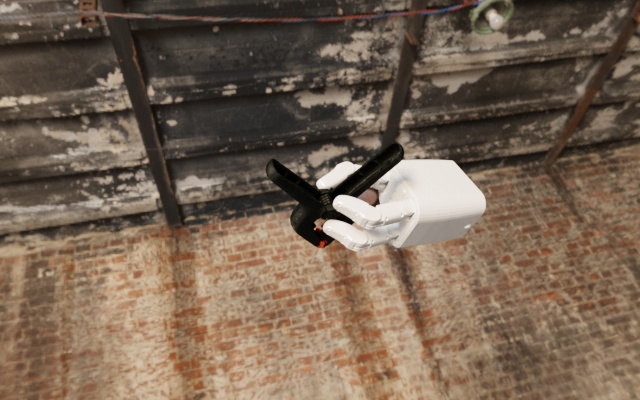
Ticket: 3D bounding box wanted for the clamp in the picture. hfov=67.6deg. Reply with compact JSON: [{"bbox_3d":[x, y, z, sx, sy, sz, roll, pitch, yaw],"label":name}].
[{"bbox_3d":[0.000,0.002,0.616,0.164,0.036,0.210,-5,-33,-19],"label":"clamp"}]
